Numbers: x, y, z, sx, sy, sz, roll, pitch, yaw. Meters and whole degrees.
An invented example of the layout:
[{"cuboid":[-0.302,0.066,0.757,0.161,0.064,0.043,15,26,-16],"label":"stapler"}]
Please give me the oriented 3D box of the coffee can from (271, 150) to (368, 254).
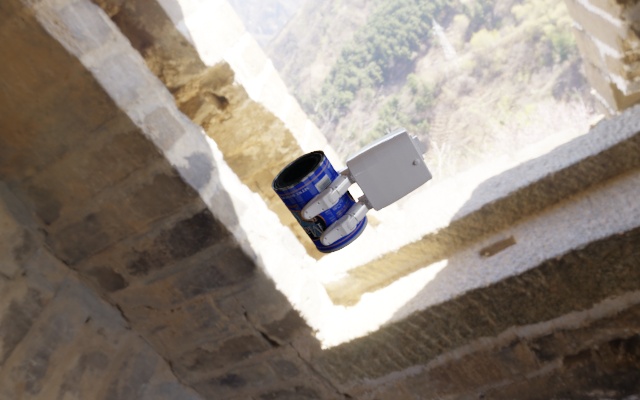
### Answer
[{"cuboid":[0.000,0.003,0.789,0.103,0.140,0.102,-29,24,14],"label":"coffee can"}]
